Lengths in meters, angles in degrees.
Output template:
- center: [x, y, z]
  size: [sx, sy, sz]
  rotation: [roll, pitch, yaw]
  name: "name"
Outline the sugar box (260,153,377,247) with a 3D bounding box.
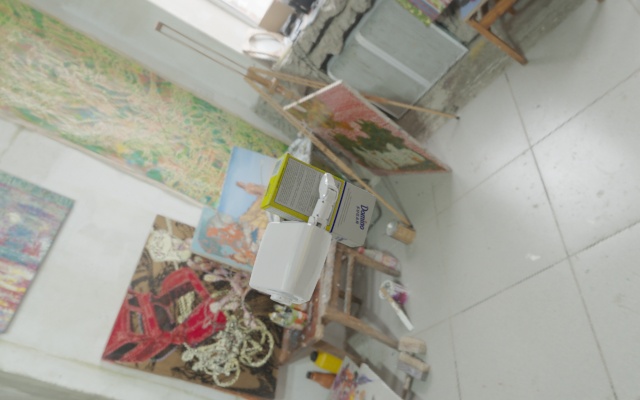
- center: [0.000, 0.003, 0.777]
  size: [0.176, 0.093, 0.048]
  rotation: [26, -20, -23]
  name: "sugar box"
